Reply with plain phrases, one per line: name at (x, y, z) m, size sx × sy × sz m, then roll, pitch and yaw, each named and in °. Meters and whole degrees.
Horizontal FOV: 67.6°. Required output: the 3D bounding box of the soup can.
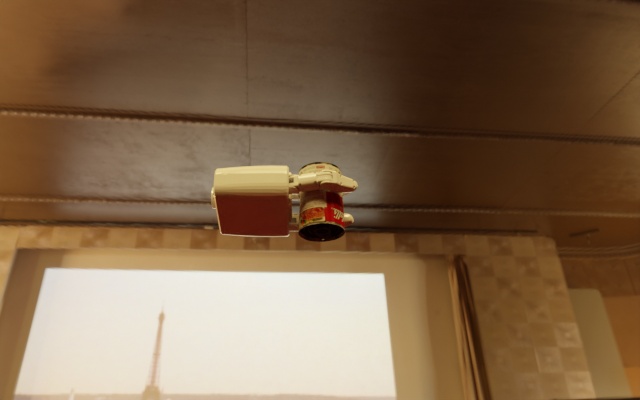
soup can at (0.001, 0.002, 0.714) m, size 0.068 × 0.102 × 0.068 m, roll -2°, pitch -27°, yaw -1°
